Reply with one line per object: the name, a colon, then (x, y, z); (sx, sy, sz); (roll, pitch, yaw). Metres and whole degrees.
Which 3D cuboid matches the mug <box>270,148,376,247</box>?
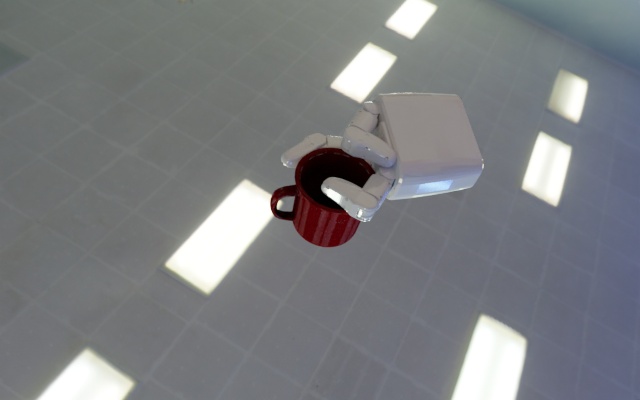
mug: (-0.001, 0.002, 0.544); (0.117, 0.093, 0.082); (-7, -35, -17)
